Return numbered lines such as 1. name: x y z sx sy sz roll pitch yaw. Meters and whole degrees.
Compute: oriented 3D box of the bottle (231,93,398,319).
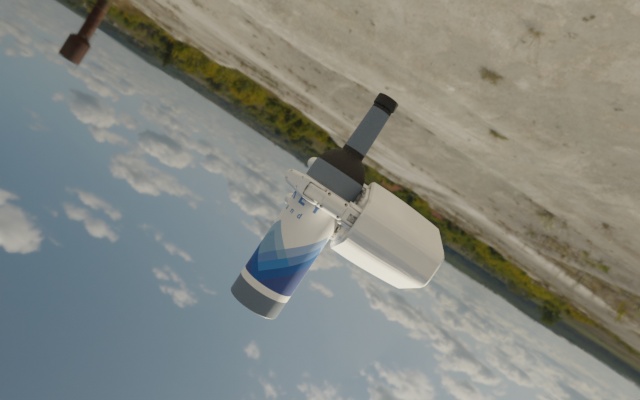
1. bottle: 0.000 0.002 0.574 0.069 0.296 0.069 34 3 -2
